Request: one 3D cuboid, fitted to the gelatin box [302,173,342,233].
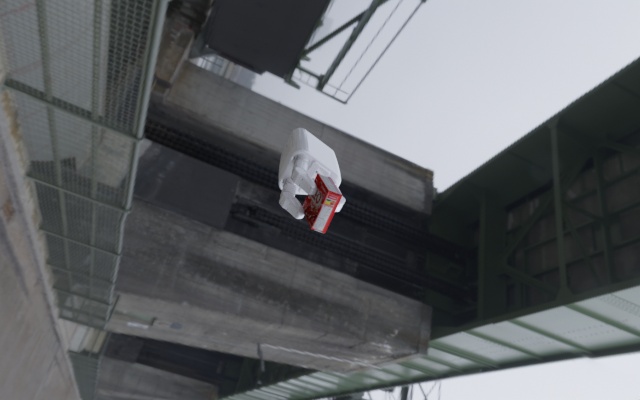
[{"bbox_3d":[0.001,0.003,0.814,0.030,0.073,0.089,19,18,-20],"label":"gelatin box"}]
